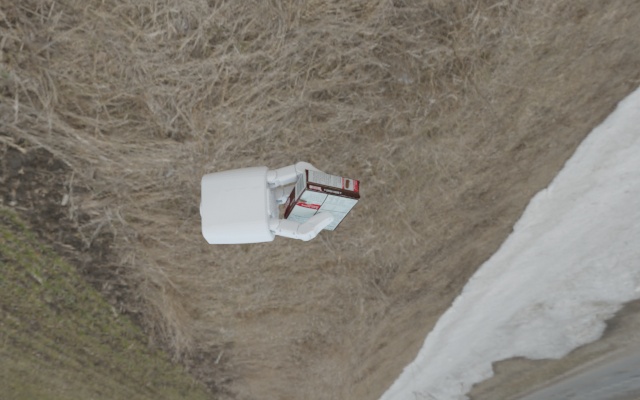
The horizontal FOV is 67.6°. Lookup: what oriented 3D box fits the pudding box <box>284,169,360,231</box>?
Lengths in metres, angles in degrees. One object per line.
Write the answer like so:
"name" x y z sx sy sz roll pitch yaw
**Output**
"pudding box" 0.000 0.003 0.747 0.090 0.039 0.113 10 -31 -17
